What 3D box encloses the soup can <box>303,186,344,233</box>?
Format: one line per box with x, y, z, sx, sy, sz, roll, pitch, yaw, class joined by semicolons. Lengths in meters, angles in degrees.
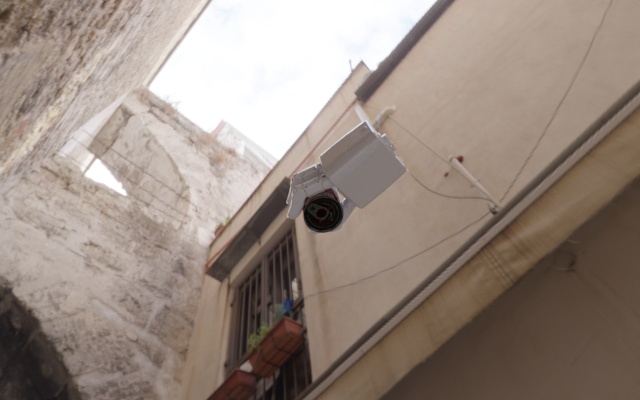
0.000;0.003;0.841;0.068;0.068;0.102;0;26;-6;soup can
